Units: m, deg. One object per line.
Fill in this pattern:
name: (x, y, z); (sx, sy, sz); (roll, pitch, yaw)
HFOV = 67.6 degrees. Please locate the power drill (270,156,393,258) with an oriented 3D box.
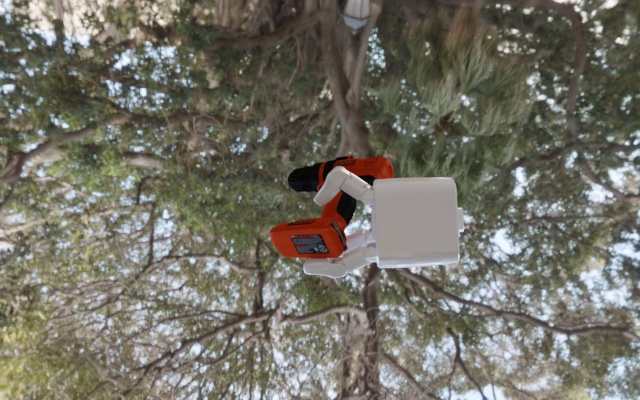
power drill: (0.000, 0.003, 0.709); (0.184, 0.057, 0.187); (-6, 37, 33)
